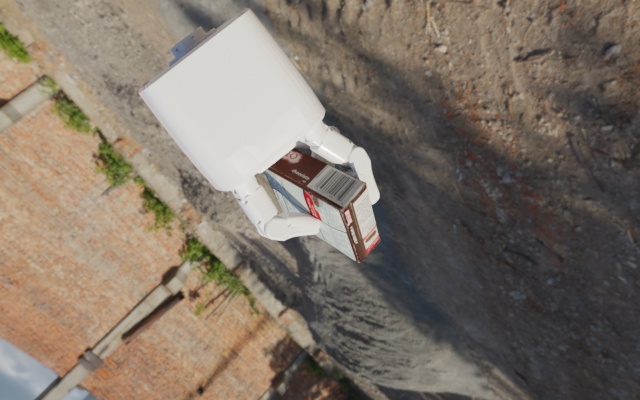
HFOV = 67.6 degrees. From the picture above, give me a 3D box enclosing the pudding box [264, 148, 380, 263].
[{"bbox_3d":[0.000,0.002,0.472,0.113,0.039,0.090,31,-23,35],"label":"pudding box"}]
